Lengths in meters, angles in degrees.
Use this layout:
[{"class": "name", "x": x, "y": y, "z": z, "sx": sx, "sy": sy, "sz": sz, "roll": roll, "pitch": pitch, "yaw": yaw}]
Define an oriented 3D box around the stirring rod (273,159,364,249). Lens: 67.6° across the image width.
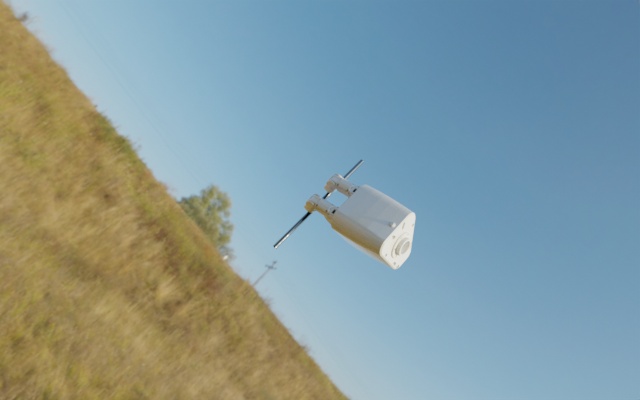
[{"class": "stirring rod", "x": 0.000, "y": 0.003, "z": 0.880, "sx": 0.239, "sy": 0.011, "sz": 0.011, "roll": -45, "pitch": 19, "yaw": -20}]
